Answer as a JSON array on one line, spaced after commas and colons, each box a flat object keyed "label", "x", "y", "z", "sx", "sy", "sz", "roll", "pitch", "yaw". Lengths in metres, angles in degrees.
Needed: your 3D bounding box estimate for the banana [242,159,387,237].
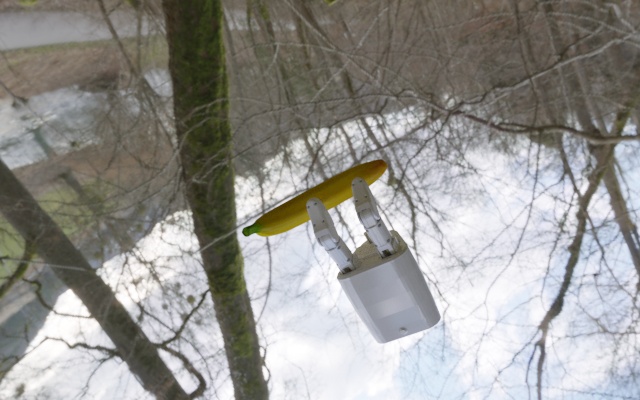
[{"label": "banana", "x": -0.005, "y": 0.002, "z": 0.615, "sx": 0.198, "sy": 0.037, "sz": 0.069, "roll": -28, "pitch": 7, "yaw": -4}]
